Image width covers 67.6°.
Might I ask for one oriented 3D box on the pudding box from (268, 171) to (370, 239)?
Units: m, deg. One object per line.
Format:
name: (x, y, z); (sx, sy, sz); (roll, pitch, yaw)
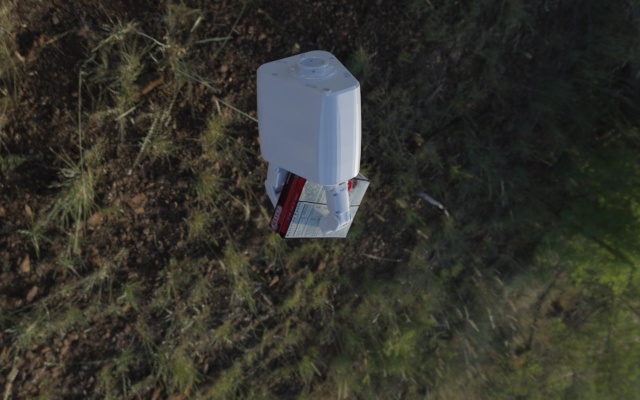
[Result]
pudding box: (0.000, 0.002, 0.595); (0.113, 0.090, 0.039); (5, 25, -42)
